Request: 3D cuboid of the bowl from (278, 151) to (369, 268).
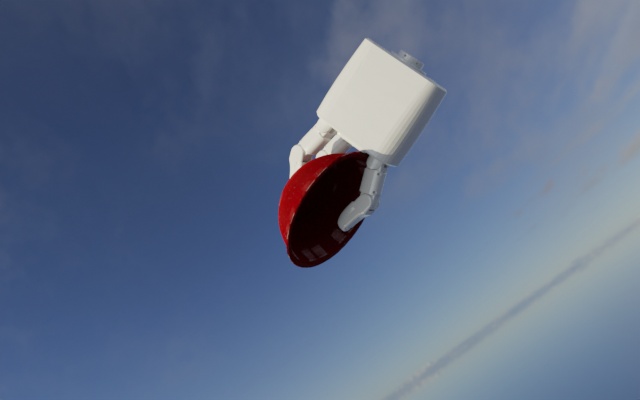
[{"bbox_3d":[-0.001,0.003,0.594,0.055,0.162,0.162,33,18,31],"label":"bowl"}]
